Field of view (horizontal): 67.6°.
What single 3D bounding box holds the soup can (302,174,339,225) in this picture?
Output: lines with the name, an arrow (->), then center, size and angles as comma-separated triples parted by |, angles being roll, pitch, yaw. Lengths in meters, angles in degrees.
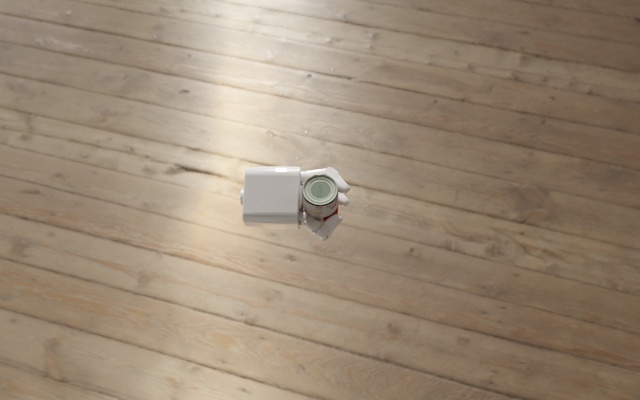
soup can -> 0.001, 0.003, 0.898 | 0.068, 0.068, 0.102 | 0, -28, 1
